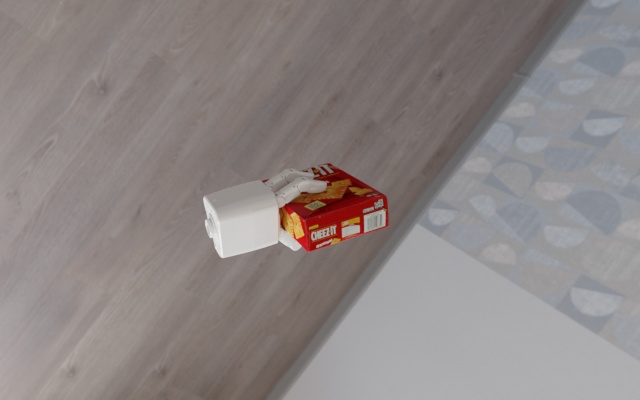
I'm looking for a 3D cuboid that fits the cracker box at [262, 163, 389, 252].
[{"bbox_3d":[0.000,0.003,0.891,0.164,0.072,0.213,-16,27,-22],"label":"cracker box"}]
